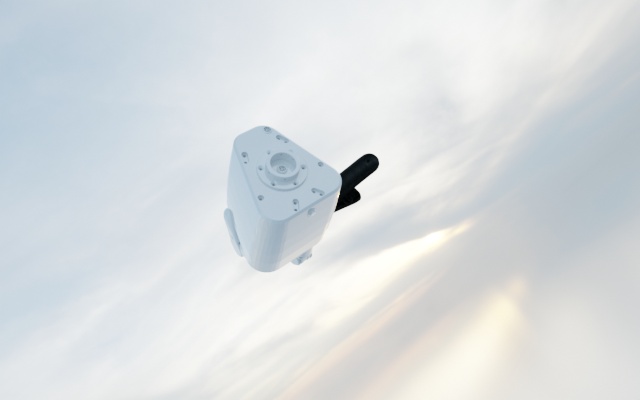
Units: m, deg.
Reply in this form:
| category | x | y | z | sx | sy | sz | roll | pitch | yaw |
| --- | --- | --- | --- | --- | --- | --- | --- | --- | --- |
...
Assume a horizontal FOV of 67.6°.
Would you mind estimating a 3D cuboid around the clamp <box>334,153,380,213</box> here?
| category | x | y | z | sx | sy | sz | roll | pitch | yaw |
| --- | --- | --- | --- | --- | --- | --- | --- | --- | --- |
| clamp | 0.000 | 0.002 | 0.590 | 0.171 | 0.039 | 0.120 | -31 | -20 | -27 |
